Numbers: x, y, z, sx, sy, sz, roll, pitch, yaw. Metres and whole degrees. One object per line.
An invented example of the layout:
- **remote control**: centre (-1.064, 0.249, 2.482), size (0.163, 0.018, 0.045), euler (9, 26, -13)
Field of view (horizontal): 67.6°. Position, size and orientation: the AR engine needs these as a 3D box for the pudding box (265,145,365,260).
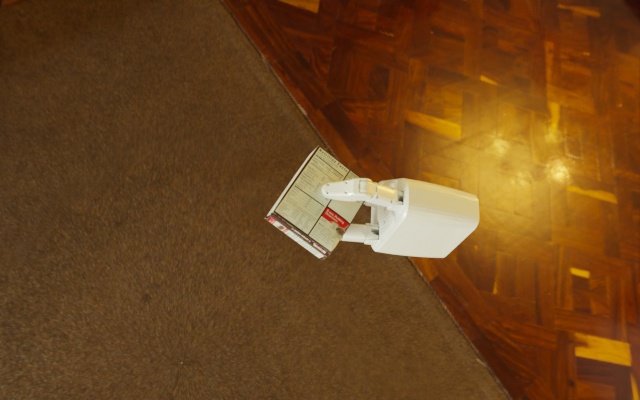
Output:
- **pudding box**: centre (0.000, 0.002, 0.591), size (0.090, 0.113, 0.039), euler (36, -26, -6)
